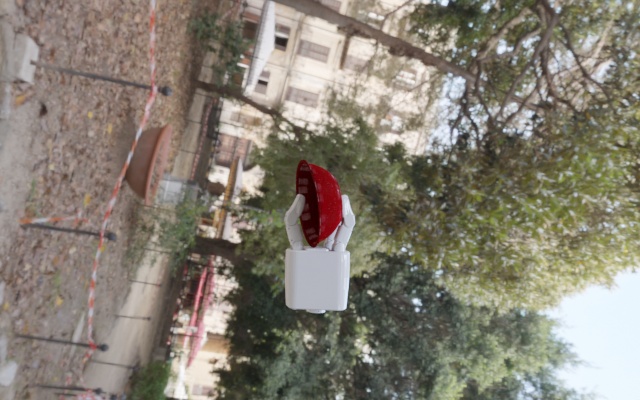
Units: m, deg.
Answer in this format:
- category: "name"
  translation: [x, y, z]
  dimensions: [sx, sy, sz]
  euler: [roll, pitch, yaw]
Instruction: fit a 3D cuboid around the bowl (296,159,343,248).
- category: "bowl"
  translation: [0.000, 0.002, 0.872]
  dimensions: [0.055, 0.162, 0.162]
  euler: [-8, 2, -15]
